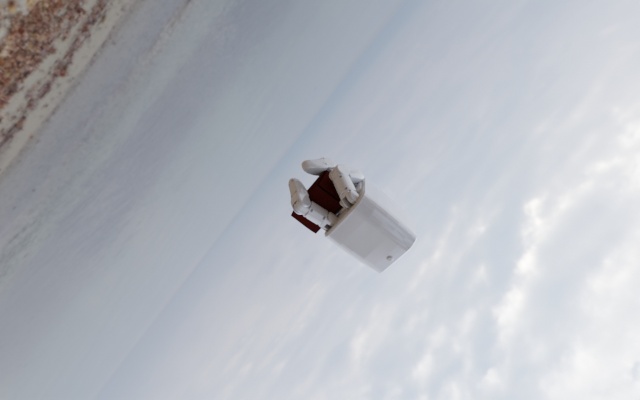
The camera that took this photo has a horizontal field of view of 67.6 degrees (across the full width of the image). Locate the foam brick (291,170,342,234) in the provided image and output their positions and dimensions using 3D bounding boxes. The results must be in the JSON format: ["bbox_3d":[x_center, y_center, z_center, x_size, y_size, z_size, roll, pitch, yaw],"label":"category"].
[{"bbox_3d":[0.000,0.003,0.742,0.051,0.078,0.053,37,35,-8],"label":"foam brick"}]
